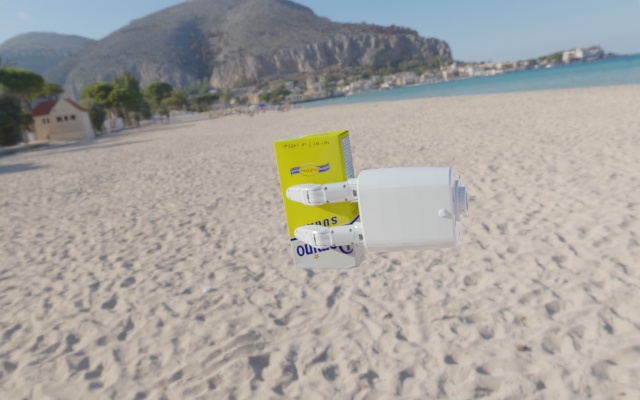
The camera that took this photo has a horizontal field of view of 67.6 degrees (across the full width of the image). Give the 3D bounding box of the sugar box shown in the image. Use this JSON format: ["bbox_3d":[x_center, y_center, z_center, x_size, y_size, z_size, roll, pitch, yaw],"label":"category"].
[{"bbox_3d":[0.000,0.002,0.625,0.093,0.176,0.048,-3,13,23],"label":"sugar box"}]
